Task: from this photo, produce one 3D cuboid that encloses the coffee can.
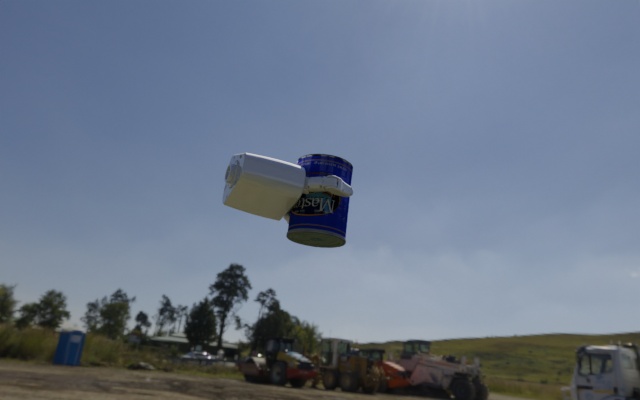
[{"bbox_3d":[0.000,0.003,0.838,0.103,0.140,0.103,6,-18,2],"label":"coffee can"}]
